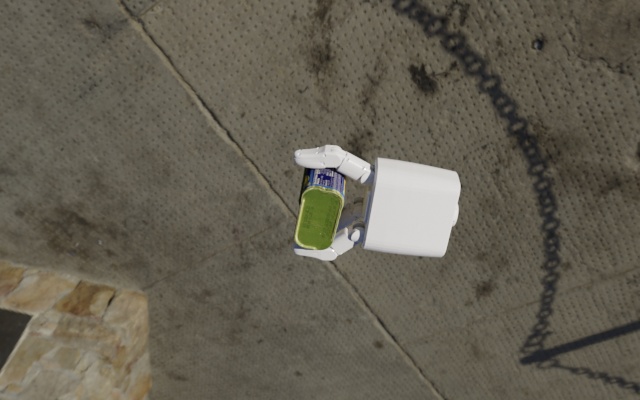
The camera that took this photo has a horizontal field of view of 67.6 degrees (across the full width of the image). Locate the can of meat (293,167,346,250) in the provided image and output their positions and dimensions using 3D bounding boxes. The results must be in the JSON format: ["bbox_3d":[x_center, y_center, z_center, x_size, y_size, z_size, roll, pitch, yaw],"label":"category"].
[{"bbox_3d":[0.000,0.002,0.618,0.057,0.102,0.084,11,35,-2],"label":"can of meat"}]
